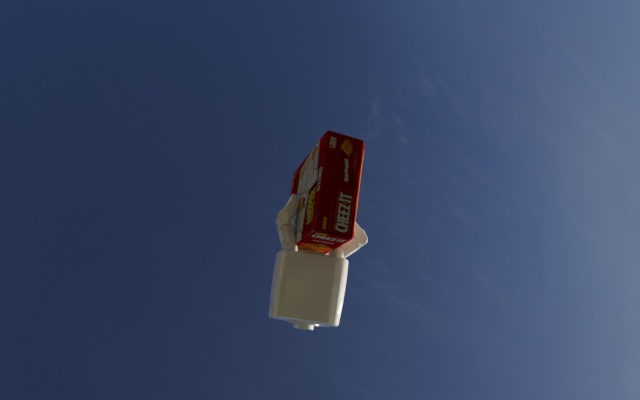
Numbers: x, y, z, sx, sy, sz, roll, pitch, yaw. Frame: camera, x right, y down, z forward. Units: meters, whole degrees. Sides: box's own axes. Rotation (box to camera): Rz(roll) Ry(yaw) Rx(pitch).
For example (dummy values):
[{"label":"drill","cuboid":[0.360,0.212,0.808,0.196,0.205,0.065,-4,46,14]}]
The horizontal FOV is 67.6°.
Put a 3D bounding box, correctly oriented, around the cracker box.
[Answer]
[{"label":"cracker box","cuboid":[0.000,0.003,0.808,0.072,0.164,0.214,12,-18,-15]}]
